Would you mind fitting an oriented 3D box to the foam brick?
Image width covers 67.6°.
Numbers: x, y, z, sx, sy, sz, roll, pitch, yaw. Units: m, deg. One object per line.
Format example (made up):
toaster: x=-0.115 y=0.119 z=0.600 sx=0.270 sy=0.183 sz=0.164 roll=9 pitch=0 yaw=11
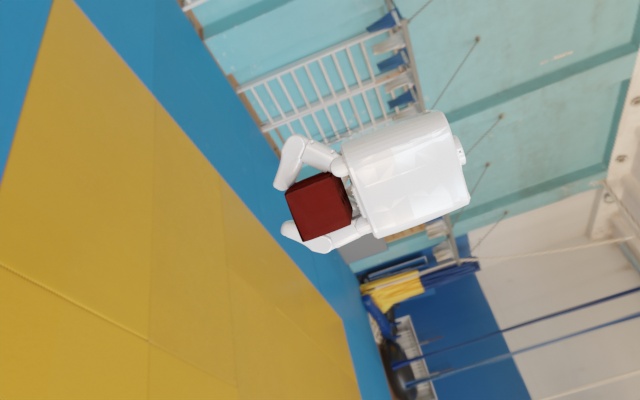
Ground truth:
foam brick: x=0.000 y=0.002 z=0.492 sx=0.051 sy=0.053 sz=0.078 roll=-20 pitch=9 yaw=9
